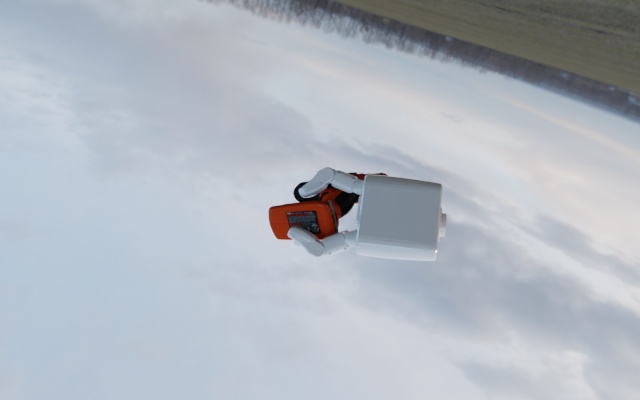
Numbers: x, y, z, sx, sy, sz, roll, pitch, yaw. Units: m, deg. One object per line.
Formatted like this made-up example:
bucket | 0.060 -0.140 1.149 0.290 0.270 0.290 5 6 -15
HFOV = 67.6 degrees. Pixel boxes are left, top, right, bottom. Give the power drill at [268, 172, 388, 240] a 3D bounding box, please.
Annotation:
power drill | 0.000 0.003 0.756 0.184 0.057 0.187 -6 17 32
